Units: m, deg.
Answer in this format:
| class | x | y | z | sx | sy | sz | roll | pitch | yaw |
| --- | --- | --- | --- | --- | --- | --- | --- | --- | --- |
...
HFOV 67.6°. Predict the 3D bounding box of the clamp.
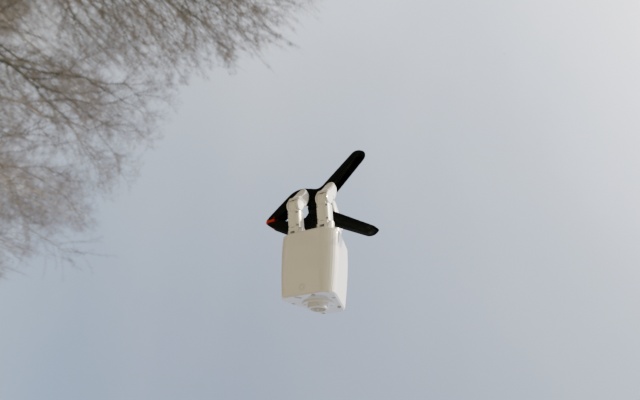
| class | x | y | z | sx | sy | sz | roll | pitch | yaw |
| --- | --- | --- | --- | --- | --- | --- | --- | --- | --- |
| clamp | 0.000 | 0.003 | 0.837 | 0.210 | 0.164 | 0.036 | -14 | -32 | 25 |
